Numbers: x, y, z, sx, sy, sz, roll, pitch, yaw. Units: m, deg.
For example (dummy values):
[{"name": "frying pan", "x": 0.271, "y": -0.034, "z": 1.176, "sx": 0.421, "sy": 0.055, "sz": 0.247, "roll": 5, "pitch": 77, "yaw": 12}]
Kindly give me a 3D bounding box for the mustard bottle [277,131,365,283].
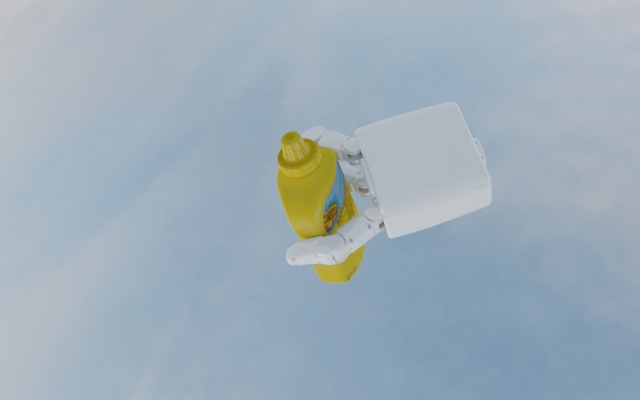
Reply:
[{"name": "mustard bottle", "x": 0.000, "y": 0.002, "z": 0.498, "sx": 0.058, "sy": 0.096, "sz": 0.192, "roll": 2, "pitch": -37, "yaw": 21}]
